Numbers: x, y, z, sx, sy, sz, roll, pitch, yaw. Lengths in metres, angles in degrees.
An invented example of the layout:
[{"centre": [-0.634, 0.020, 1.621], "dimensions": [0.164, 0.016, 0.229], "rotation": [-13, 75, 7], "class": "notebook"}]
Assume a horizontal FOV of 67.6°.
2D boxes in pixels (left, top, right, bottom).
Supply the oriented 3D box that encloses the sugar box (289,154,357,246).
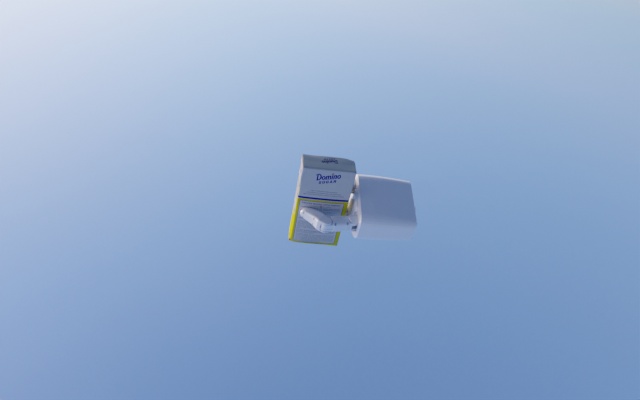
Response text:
[{"centre": [0.000, 0.003, 0.848], "dimensions": [0.093, 0.176, 0.048], "rotation": [6, 38, -9], "class": "sugar box"}]
